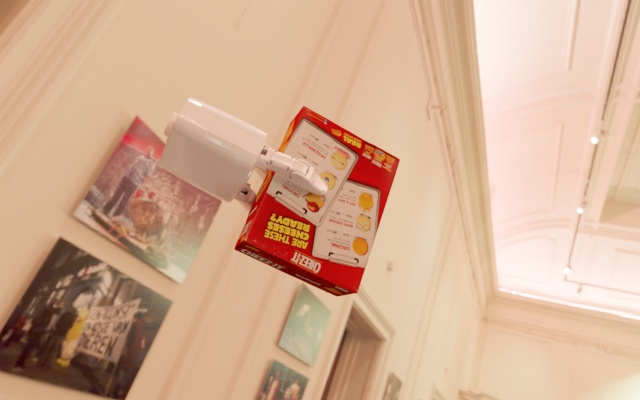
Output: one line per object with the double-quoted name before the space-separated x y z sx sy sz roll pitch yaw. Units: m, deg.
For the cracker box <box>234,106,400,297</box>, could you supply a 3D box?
"cracker box" 0.000 0.002 0.661 0.164 0.213 0.072 27 -24 -13
